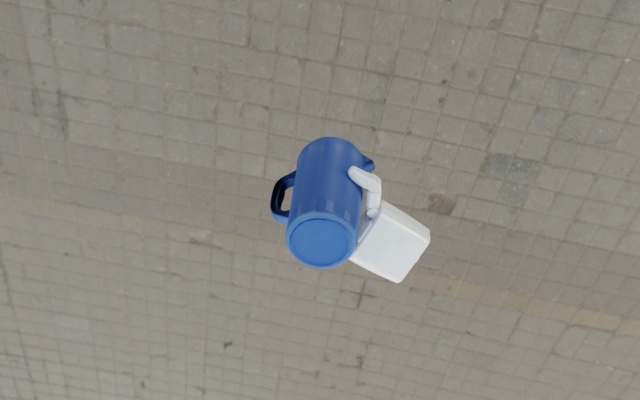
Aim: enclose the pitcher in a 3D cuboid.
[{"bbox_3d":[0.000,0.003,0.813,0.145,0.149,0.242,29,30,-12],"label":"pitcher"}]
